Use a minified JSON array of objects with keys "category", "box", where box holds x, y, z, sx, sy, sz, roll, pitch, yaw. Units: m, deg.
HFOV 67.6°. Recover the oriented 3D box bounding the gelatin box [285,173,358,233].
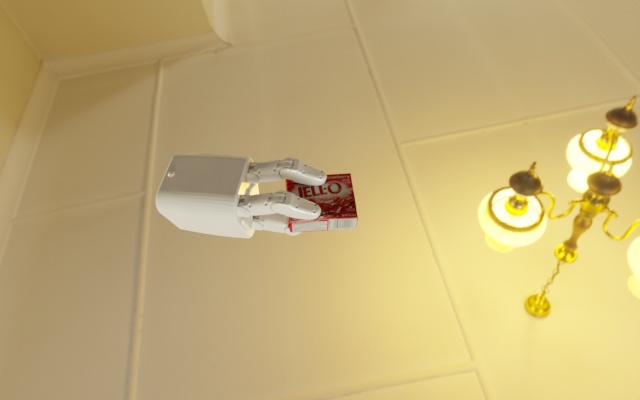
[{"category":"gelatin box","box":[0.000,0.002,0.623,0.089,0.073,0.030,-3,-36,-5]}]
